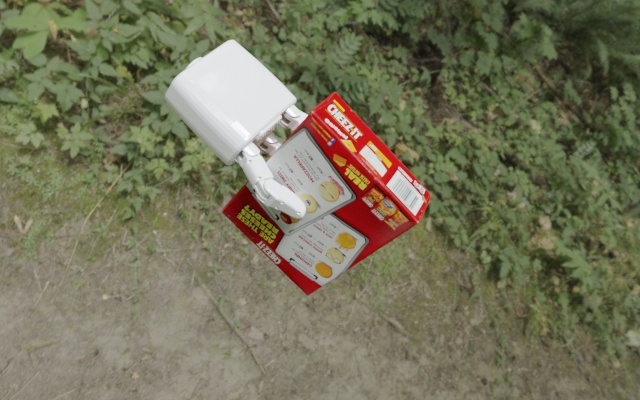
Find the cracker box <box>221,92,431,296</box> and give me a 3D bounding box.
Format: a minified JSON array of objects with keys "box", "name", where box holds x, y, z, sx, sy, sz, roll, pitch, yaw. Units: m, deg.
[{"box":[0.000,0.002,0.582,0.214,0.164,0.072,-41,6,41],"name":"cracker box"}]
